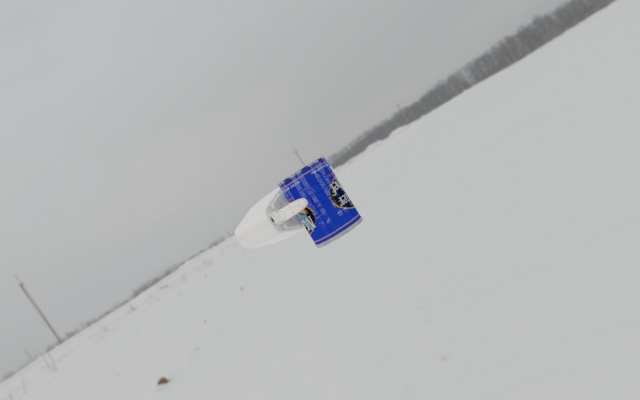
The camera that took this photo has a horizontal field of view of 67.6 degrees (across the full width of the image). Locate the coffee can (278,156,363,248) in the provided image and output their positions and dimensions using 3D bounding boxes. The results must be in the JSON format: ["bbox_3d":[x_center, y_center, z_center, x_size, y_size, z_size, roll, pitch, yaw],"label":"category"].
[{"bbox_3d":[0.000,0.003,0.895,0.103,0.140,0.103,-32,2,1],"label":"coffee can"}]
